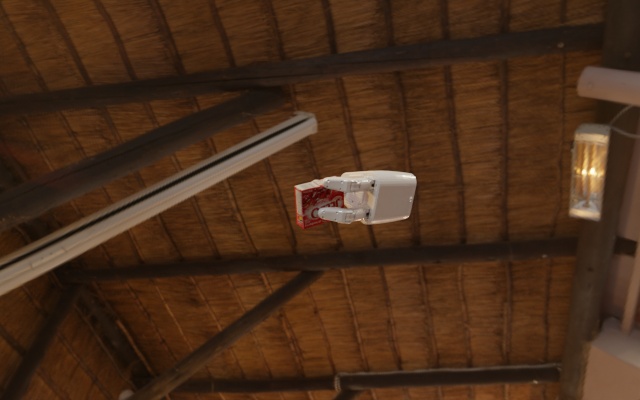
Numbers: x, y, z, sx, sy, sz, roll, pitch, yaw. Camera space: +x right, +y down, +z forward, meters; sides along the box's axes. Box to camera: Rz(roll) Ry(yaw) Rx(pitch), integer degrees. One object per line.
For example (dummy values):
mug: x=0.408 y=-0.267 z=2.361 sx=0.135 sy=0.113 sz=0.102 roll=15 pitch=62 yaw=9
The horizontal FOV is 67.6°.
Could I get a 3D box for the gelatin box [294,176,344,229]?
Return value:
gelatin box: x=0.000 y=0.003 z=0.839 sx=0.089 sy=0.073 sz=0.030 roll=-15 pitch=26 yaw=-28
